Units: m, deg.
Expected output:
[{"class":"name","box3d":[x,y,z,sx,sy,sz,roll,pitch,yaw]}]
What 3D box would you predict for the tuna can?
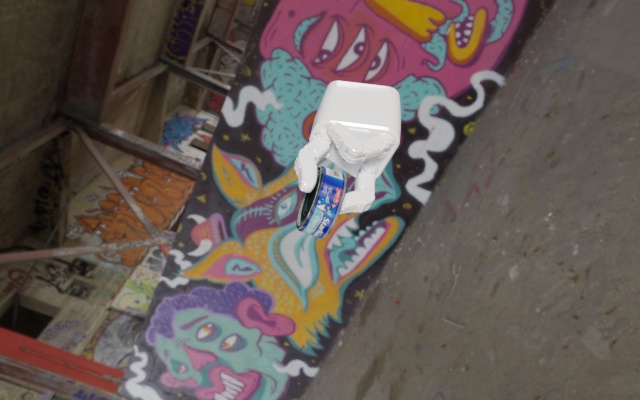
[{"class":"tuna can","box3d":[0.000,0.002,0.587,0.034,0.086,0.086,19,-4,-12]}]
